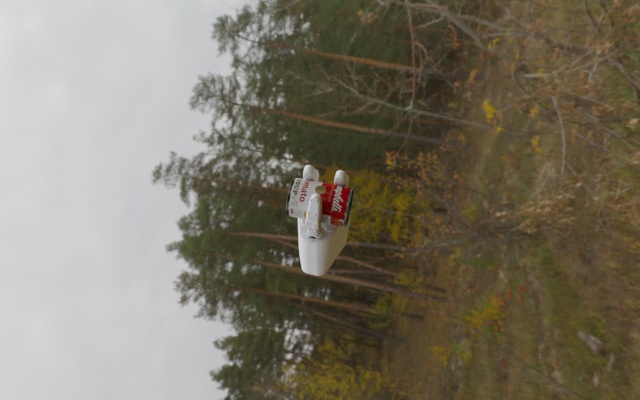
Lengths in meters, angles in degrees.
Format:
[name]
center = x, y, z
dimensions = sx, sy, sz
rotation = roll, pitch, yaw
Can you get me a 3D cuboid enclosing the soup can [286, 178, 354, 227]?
[soup can]
center = 0.000, 0.002, 0.808
dimensions = 0.102, 0.068, 0.068
rotation = 11, 1, 8
